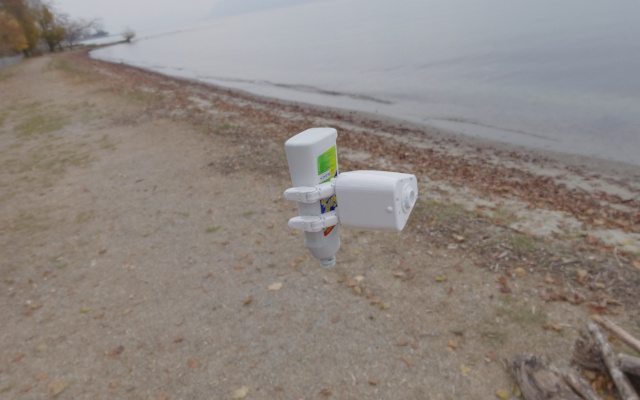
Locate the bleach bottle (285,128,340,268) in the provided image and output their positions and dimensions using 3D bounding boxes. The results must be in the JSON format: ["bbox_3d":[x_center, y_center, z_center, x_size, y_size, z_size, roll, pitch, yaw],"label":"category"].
[{"bbox_3d":[0.000,0.003,0.866,0.068,0.251,0.102,6,27,32],"label":"bleach bottle"}]
